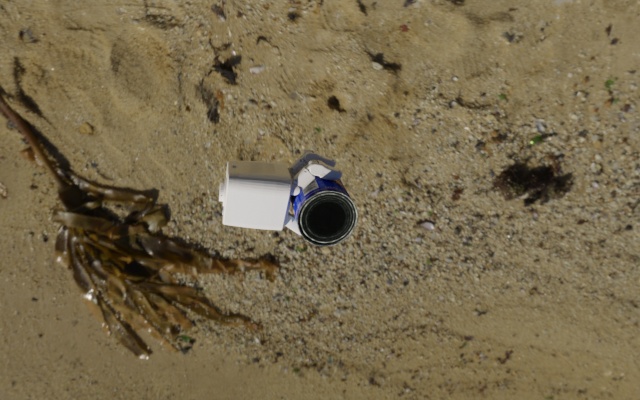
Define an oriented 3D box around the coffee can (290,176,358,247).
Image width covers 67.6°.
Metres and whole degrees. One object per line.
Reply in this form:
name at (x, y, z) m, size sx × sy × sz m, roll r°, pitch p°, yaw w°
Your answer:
coffee can at (0.000, 0.003, 0.842) m, size 0.103 × 0.103 × 0.140 m, roll 0°, pitch 24°, yaw -11°
